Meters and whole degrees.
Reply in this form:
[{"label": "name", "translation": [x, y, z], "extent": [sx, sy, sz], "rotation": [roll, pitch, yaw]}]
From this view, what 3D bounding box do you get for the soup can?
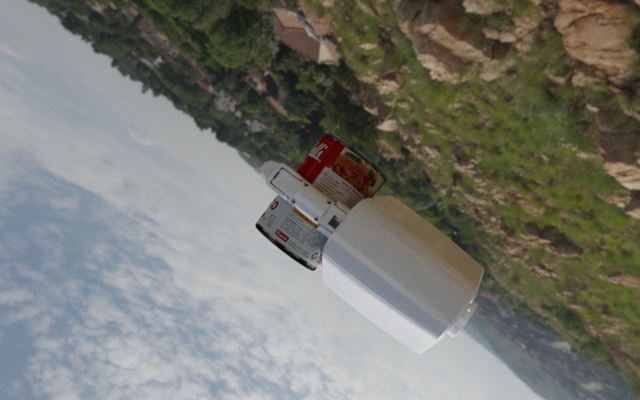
[{"label": "soup can", "translation": [-0.001, 0.001, 0.414], "extent": [0.068, 0.102, 0.068], "rotation": [38, -1, 1]}]
